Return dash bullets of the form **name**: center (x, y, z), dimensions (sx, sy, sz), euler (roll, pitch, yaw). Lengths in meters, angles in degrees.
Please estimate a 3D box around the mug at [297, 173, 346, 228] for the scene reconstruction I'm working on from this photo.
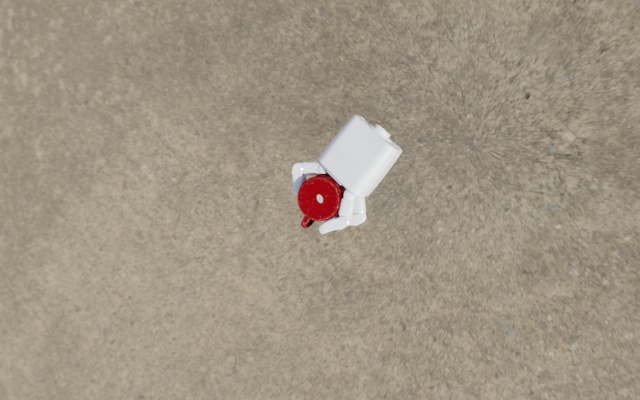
- **mug**: center (-0.001, 0.004, 0.884), dimensions (0.093, 0.117, 0.081), euler (40, 15, 10)
